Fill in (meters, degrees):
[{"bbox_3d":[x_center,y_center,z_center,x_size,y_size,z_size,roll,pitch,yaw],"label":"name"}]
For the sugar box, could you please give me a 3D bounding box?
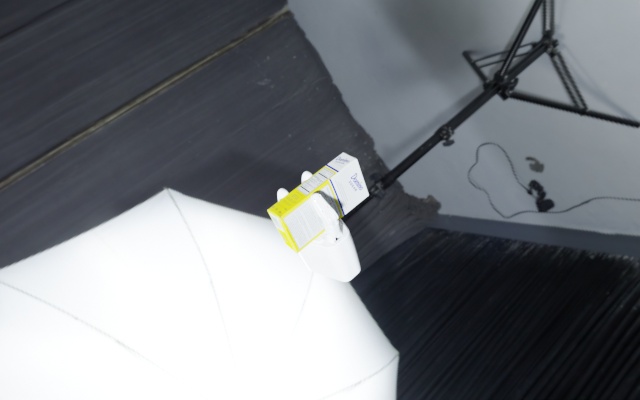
[{"bbox_3d":[0.000,0.003,0.844,0.176,0.093,0.048,-39,43,-19],"label":"sugar box"}]
